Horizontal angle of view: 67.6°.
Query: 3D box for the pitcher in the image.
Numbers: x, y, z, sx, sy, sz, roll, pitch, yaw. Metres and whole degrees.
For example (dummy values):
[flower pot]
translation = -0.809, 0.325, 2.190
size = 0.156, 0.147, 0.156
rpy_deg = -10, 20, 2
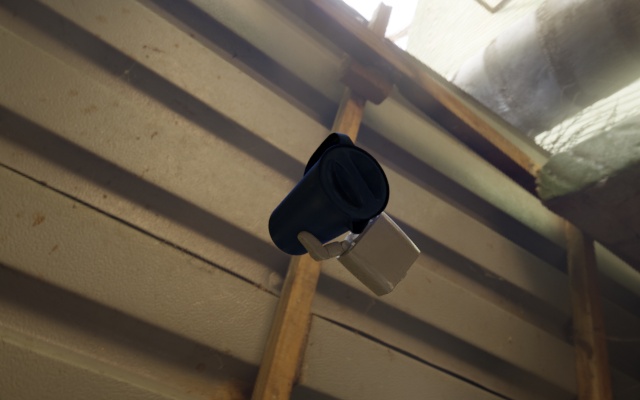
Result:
[pitcher]
translation = 0.000, 0.003, 0.849
size = 0.149, 0.145, 0.243
rpy_deg = -50, 7, -38
